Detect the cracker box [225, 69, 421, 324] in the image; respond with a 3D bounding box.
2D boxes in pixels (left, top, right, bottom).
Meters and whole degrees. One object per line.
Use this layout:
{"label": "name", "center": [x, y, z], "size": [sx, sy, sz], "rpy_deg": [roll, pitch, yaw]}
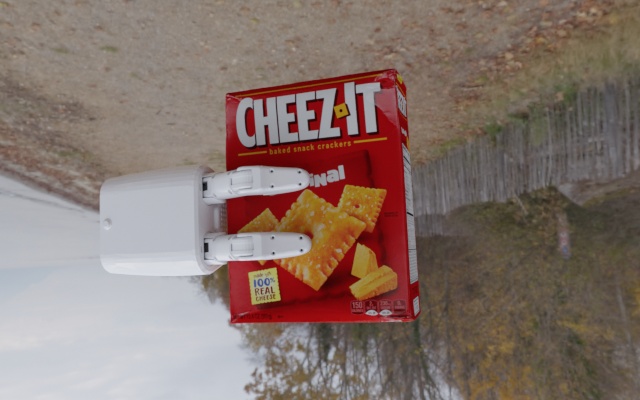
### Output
{"label": "cracker box", "center": [0.000, 0.002, 0.437], "size": [0.164, 0.213, 0.072], "rpy_deg": [-4, -6, 16]}
